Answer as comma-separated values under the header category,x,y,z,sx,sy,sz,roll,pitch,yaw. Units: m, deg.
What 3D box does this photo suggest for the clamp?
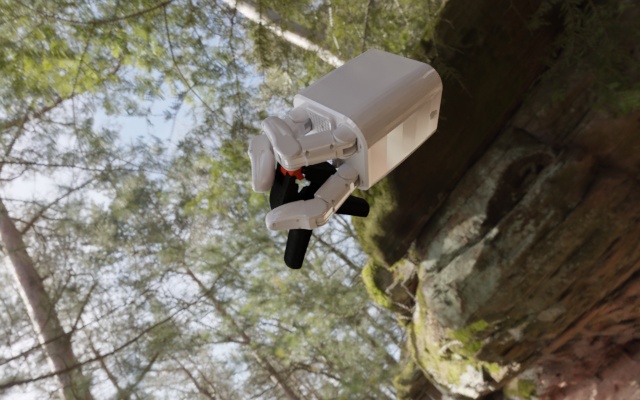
category,x,y,z,sx,sy,sz,roll,pitch,yaw
clamp,0.000,0.001,0.513,0.120,0.039,0.172,-38,-30,-17
